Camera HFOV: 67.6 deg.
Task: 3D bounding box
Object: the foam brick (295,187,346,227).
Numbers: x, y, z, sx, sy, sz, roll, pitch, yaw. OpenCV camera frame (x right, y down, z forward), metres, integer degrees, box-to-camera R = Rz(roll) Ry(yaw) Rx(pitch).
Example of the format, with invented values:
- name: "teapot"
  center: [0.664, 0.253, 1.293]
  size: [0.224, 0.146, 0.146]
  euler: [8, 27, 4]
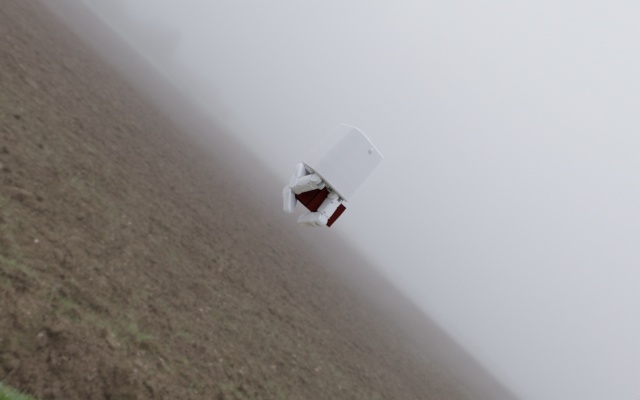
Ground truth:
- name: "foam brick"
  center: [0.000, 0.003, 0.891]
  size: [0.078, 0.051, 0.053]
  euler: [43, -1, -39]
